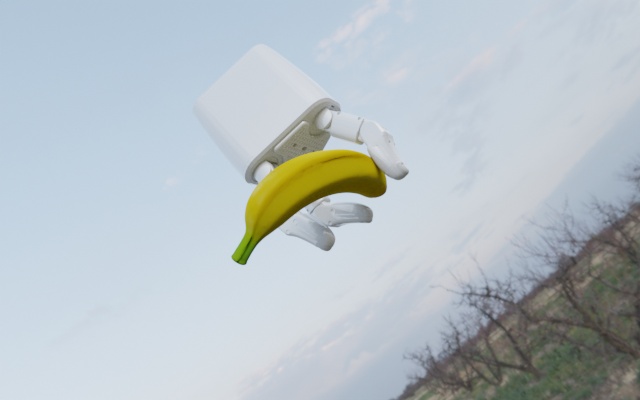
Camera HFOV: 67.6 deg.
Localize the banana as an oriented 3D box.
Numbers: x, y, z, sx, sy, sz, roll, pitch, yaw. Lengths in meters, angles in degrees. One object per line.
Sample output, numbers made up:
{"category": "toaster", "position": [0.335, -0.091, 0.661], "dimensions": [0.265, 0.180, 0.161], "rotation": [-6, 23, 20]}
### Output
{"category": "banana", "position": [0.004, -0.012, 0.400], "dimensions": [0.037, 0.070, 0.197], "rotation": [41, 39, 24]}
